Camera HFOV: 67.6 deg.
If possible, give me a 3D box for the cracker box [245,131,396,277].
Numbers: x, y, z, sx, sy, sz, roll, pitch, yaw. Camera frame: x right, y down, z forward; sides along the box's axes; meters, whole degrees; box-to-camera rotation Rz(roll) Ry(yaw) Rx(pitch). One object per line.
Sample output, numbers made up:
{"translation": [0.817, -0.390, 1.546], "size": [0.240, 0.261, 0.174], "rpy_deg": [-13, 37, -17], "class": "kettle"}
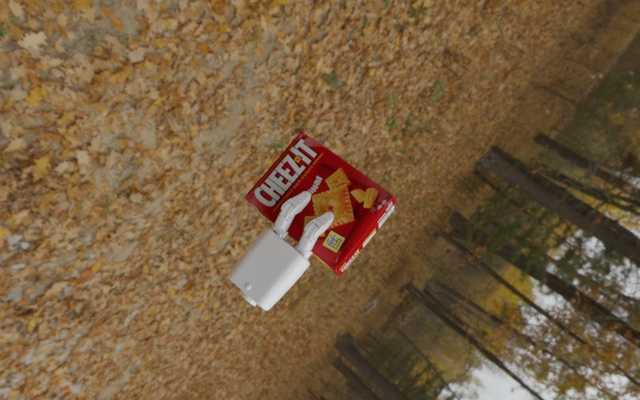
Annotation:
{"translation": [0.000, 0.003, 0.843], "size": [0.213, 0.164, 0.072], "rpy_deg": [37, -9, 18], "class": "cracker box"}
